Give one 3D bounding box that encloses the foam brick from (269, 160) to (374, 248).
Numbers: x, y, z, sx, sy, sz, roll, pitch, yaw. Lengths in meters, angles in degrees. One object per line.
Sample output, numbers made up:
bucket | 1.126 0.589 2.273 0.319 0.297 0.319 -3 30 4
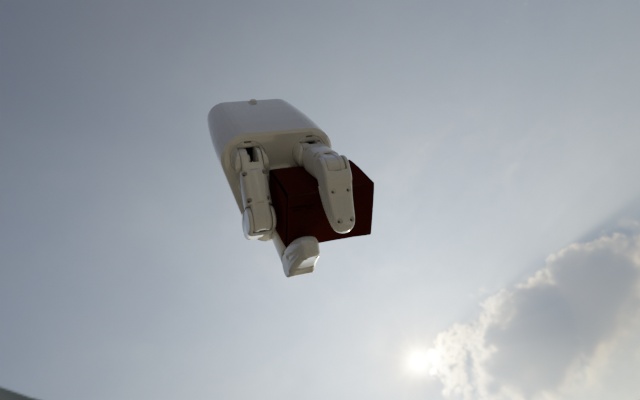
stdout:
foam brick | 0.000 0.001 0.410 0.078 0.053 0.051 -8 30 -19
